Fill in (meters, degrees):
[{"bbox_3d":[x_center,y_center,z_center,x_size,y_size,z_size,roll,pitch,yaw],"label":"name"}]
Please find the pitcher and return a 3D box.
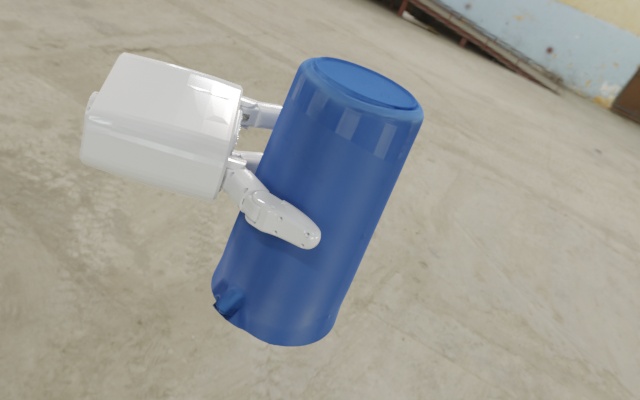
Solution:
[{"bbox_3d":[0.000,0.001,0.441,0.145,0.243,0.149,16,29,-13],"label":"pitcher"}]
